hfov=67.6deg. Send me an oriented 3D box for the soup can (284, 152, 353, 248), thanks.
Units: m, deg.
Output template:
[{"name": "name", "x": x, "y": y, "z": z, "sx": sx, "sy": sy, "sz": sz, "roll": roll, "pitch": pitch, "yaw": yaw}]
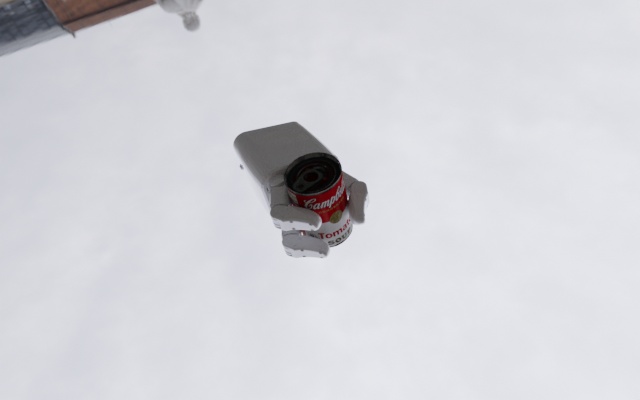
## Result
[{"name": "soup can", "x": 0.000, "y": 0.002, "z": 0.579, "sx": 0.068, "sy": 0.068, "sz": 0.102, "roll": 0, "pitch": -42, "yaw": 14}]
